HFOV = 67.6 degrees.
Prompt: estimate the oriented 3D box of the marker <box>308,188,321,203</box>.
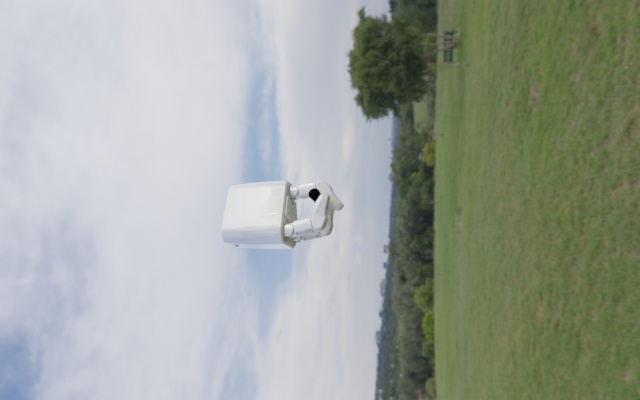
[{"bbox_3d":[0.000,0.003,0.820,0.020,0.020,0.121,0,-14,11],"label":"marker"}]
